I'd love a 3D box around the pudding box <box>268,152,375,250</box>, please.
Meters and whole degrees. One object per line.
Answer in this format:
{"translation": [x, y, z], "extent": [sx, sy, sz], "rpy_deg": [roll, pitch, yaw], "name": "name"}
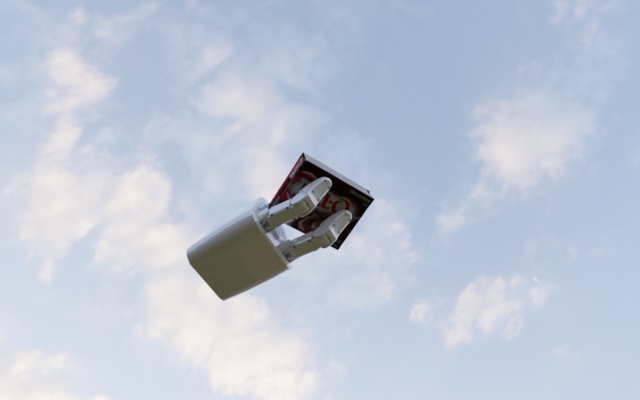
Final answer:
{"translation": [0.000, 0.002, 0.637], "extent": [0.113, 0.090, 0.039], "rpy_deg": [27, 19, -21], "name": "pudding box"}
